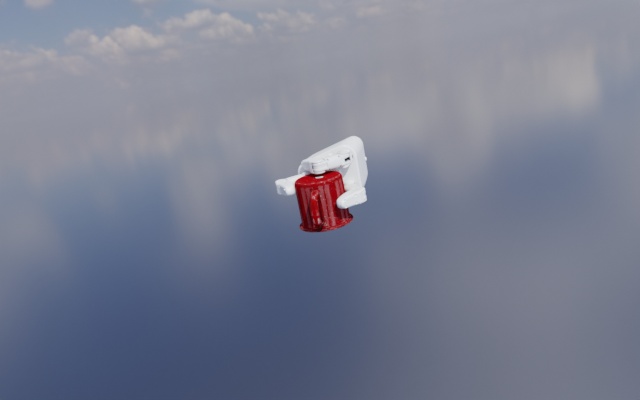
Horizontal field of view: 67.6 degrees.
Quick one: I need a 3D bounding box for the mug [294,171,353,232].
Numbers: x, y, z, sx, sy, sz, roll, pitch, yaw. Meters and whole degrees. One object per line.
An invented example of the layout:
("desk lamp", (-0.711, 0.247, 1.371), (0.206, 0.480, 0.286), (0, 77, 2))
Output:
("mug", (0.000, 0.003, 0.788), (0.093, 0.081, 0.117), (-7, 16, 15))
